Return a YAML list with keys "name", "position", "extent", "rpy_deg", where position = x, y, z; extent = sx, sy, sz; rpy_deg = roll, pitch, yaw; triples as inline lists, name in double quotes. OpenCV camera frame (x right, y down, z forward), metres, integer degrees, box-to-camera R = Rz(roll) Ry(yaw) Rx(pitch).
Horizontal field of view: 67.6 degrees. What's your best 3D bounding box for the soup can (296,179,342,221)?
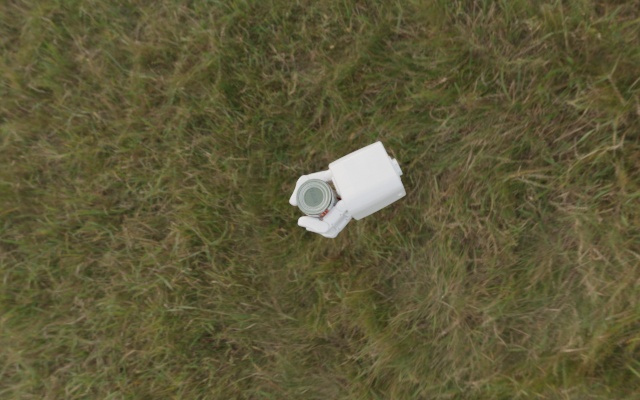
- name: "soup can"
  position: [0.000, 0.003, 0.885]
  extent: [0.068, 0.068, 0.102]
  rpy_deg: [0, -11, 14]
